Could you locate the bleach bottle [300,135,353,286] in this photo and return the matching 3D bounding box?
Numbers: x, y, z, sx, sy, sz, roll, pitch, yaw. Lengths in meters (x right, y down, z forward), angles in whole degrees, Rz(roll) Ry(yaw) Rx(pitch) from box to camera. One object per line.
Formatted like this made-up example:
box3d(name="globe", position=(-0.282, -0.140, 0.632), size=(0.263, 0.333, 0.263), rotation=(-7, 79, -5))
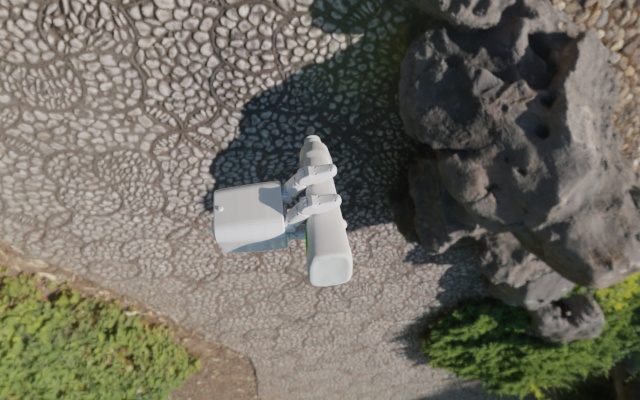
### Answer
box3d(name="bleach bottle", position=(0.000, 0.002, 0.767), size=(0.068, 0.250, 0.103), rotation=(-6, -35, -4))
